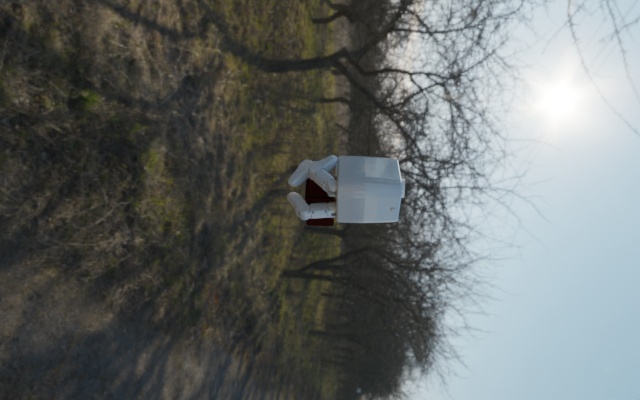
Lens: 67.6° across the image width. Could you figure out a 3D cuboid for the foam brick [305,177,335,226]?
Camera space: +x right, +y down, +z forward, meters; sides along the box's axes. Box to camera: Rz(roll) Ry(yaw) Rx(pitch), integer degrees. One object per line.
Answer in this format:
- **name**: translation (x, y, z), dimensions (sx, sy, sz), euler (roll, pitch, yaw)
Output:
- **foam brick**: translation (0.000, 0.003, 0.863), dimensions (0.051, 0.053, 0.078), euler (1, -42, 2)
